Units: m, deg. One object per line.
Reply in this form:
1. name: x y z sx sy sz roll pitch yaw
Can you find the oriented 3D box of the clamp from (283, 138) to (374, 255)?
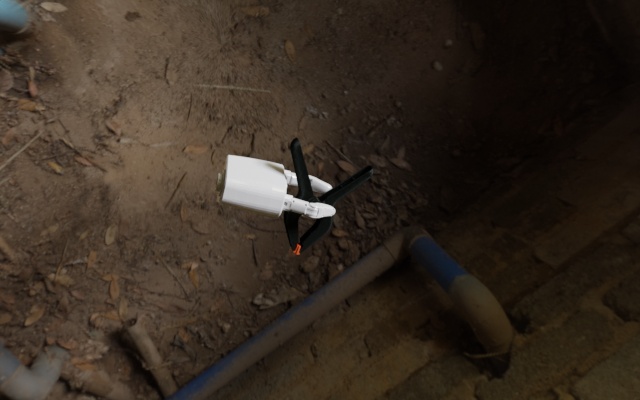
1. clamp: 0.000 0.004 0.877 0.164 0.210 0.036 12 15 -17
